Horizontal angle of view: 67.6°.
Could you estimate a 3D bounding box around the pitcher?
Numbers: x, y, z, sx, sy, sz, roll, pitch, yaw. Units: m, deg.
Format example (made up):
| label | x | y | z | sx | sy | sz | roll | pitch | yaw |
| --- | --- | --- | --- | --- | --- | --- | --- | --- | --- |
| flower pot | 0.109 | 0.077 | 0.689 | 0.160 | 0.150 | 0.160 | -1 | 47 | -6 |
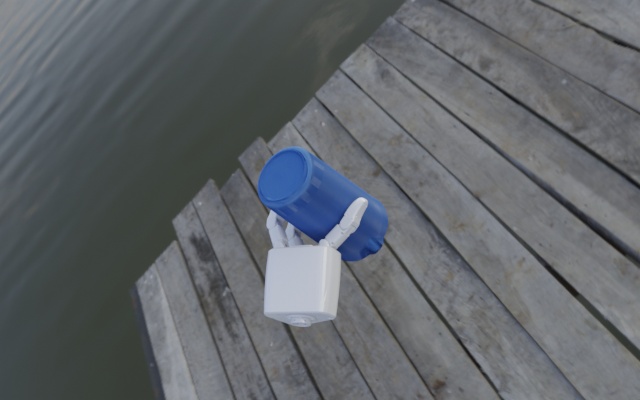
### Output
| label | x | y | z | sx | sy | sz | roll | pitch | yaw |
| --- | --- | --- | --- | --- | --- | --- | --- | --- | --- |
| pitcher | 0.000 | 0.003 | 0.828 | 0.149 | 0.145 | 0.243 | -10 | -29 | 32 |
